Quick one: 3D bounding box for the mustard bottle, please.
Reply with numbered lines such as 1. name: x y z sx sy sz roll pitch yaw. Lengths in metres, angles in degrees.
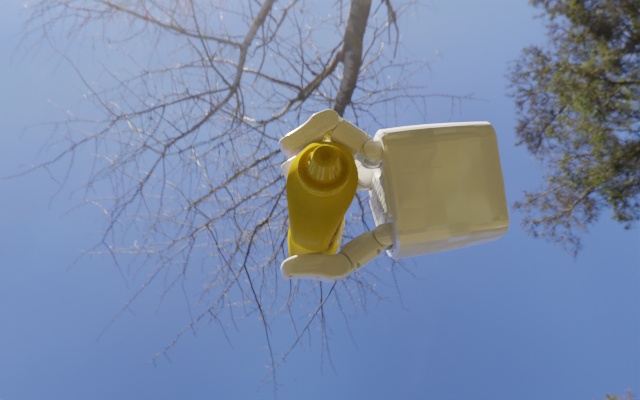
1. mustard bottle: 0.000 0.001 0.434 0.058 0.096 0.192 16 -21 3
